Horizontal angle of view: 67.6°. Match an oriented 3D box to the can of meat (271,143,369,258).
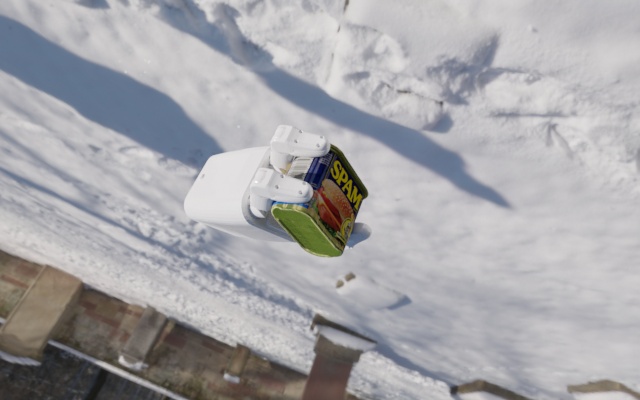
[{"bbox_3d":[0.000,0.002,0.510,0.057,0.084,0.102,2,-34,35],"label":"can of meat"}]
